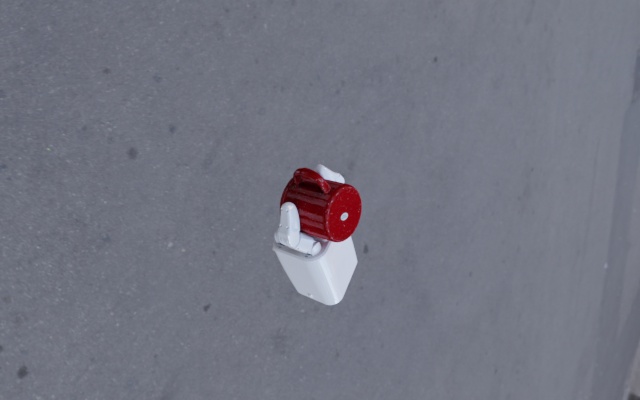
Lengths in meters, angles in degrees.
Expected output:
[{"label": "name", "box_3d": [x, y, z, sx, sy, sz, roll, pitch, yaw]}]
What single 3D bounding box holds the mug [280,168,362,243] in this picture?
[{"label": "mug", "box_3d": [0.000, 0.001, 0.661, 0.081, 0.117, 0.093, 14, 50, 39]}]
